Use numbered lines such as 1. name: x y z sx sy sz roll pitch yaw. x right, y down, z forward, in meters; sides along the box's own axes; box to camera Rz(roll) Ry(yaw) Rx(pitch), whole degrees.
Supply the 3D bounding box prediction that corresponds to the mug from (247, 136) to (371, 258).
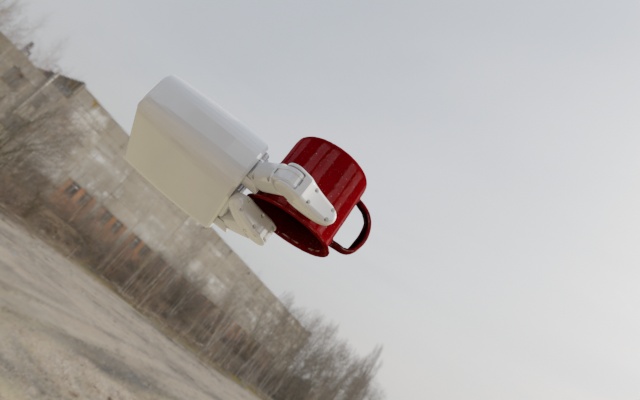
1. mug: 0.001 0.002 0.454 0.117 0.081 0.093 39 -20 -7
